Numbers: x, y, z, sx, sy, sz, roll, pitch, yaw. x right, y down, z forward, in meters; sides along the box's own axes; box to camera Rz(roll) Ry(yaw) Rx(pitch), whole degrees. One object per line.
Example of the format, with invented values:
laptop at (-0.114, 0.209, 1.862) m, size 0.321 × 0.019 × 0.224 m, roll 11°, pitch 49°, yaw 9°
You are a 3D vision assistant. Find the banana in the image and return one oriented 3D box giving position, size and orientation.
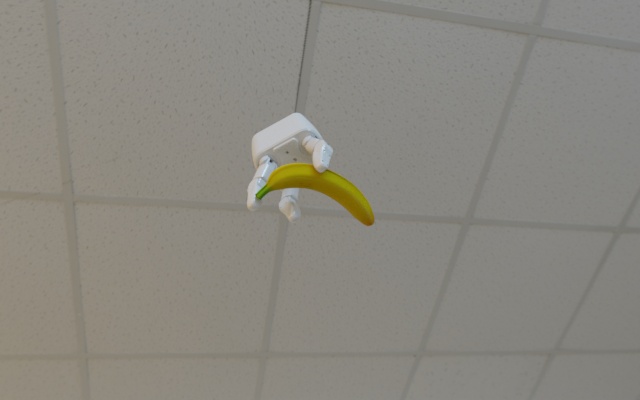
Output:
banana at (0.004, -0.015, 0.722) m, size 0.198 × 0.070 × 0.037 m, roll 15°, pitch 20°, yaw -20°
